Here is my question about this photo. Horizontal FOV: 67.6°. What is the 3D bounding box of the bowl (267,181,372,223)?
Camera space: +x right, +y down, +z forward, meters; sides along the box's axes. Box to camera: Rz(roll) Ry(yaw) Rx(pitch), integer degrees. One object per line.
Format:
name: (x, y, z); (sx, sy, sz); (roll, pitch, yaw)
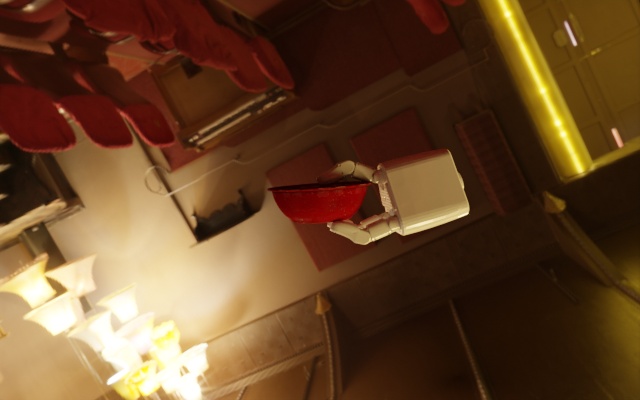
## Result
bowl: (-0.001, 0.003, 0.736); (0.162, 0.055, 0.162); (-3, 4, 0)
